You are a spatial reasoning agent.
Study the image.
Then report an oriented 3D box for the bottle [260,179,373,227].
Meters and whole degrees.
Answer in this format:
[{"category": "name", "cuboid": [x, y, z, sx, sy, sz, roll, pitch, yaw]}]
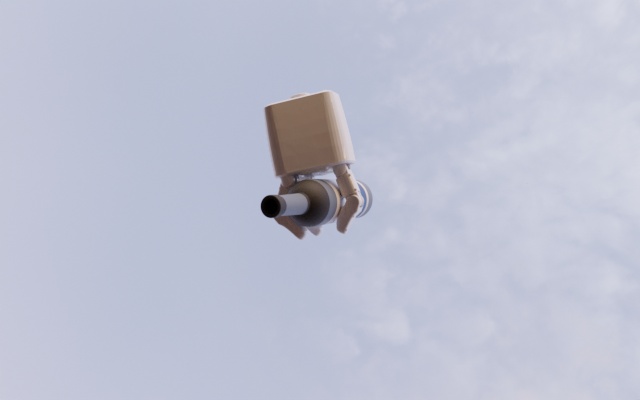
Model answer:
[{"category": "bottle", "cuboid": [0.000, 0.002, 0.688, 0.069, 0.069, 0.295, 0, 2, 23]}]
